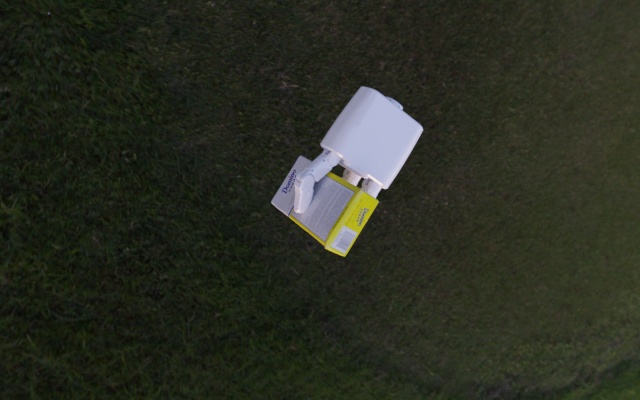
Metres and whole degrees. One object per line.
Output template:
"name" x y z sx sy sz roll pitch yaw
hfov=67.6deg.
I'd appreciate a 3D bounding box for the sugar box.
"sugar box" 0.001 0.002 0.708 0.048 0.093 0.176 31 3 -35
